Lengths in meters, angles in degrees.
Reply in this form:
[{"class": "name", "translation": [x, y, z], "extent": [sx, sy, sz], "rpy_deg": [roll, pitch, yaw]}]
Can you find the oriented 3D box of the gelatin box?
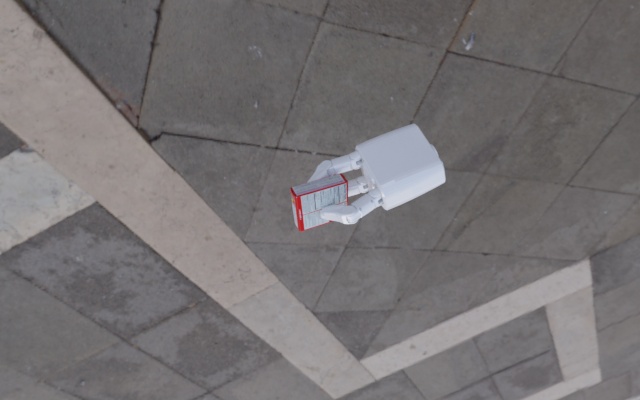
[{"class": "gelatin box", "translation": [0.000, 0.003, 0.756], "extent": [0.089, 0.073, 0.030], "rpy_deg": [-17, 41, -15]}]
